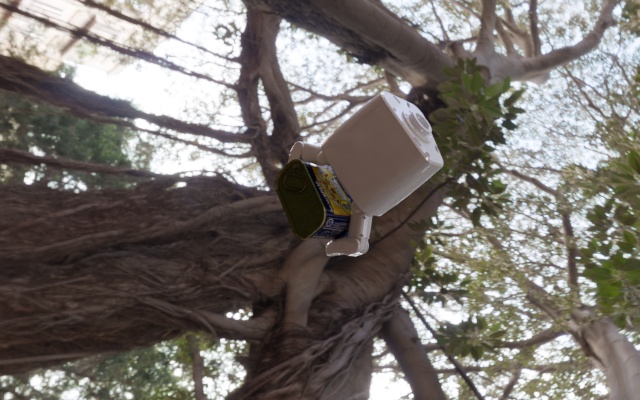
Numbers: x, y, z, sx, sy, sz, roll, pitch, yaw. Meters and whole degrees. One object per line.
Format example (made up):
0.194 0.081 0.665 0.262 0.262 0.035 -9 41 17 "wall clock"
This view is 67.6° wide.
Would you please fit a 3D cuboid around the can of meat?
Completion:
0.000 0.002 0.620 0.084 0.102 0.057 9 -43 -47 "can of meat"
